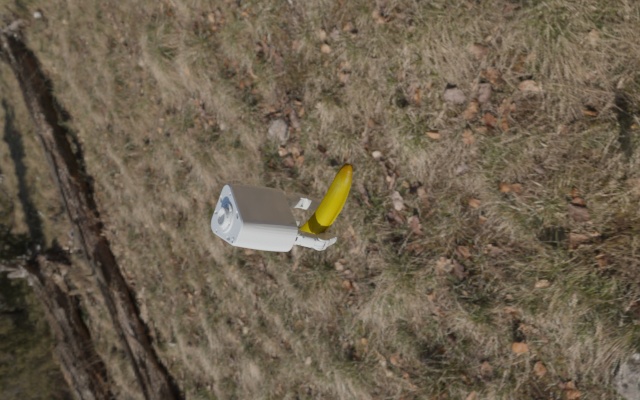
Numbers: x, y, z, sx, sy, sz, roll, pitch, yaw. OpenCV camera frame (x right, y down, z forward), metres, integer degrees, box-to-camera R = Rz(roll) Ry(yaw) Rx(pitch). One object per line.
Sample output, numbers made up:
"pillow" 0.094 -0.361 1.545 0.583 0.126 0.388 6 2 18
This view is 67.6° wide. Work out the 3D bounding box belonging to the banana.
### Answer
"banana" 0.003 0.019 0.855 0.037 0.069 0.198 12 -46 -33
